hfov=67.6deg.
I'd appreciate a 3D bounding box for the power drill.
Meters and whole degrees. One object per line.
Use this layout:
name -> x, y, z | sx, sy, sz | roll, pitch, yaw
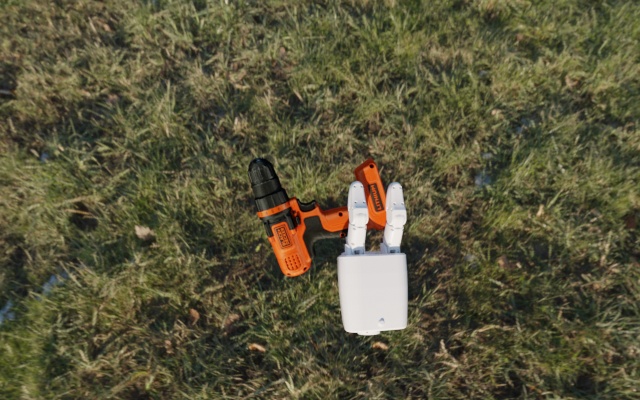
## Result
power drill -> 0.001, 0.002, 0.708 | 0.187, 0.184, 0.057 | -19, 10, 3
